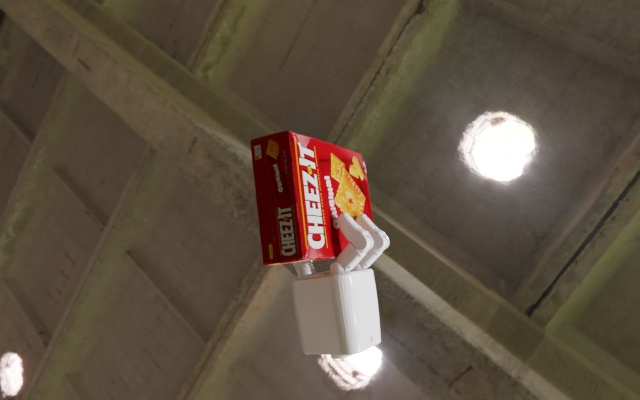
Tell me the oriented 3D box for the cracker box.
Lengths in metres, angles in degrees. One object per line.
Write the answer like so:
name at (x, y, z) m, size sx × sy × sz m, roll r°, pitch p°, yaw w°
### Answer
cracker box at (0.000, 0.002, 0.678) m, size 0.072 × 0.164 × 0.214 m, roll -12°, pitch -9°, yaw 29°
